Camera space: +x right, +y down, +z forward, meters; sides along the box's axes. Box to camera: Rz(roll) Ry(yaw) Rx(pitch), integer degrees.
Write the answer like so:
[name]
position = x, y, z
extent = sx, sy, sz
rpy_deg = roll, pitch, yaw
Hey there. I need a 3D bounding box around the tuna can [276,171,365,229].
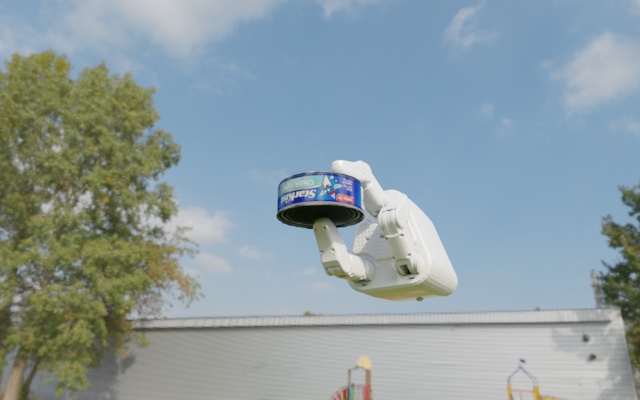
[tuna can]
position = 0.000, 0.001, 0.468
extent = 0.086, 0.033, 0.086
rpy_deg = 0, -18, 0
